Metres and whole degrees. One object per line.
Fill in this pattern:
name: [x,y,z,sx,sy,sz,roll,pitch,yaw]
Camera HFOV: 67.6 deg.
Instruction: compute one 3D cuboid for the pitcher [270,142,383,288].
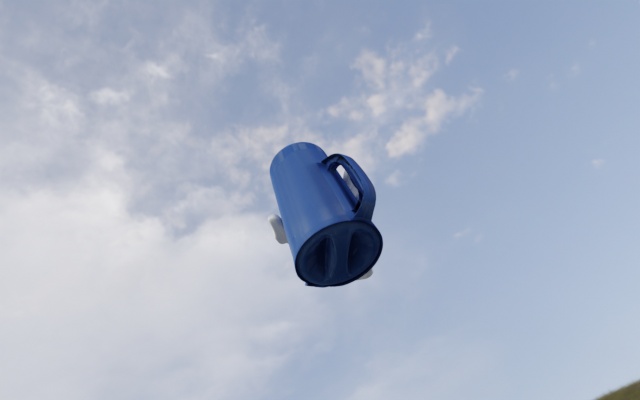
pitcher: [0.000,0.003,0.759,0.149,0.145,0.242,-24,43,-2]
